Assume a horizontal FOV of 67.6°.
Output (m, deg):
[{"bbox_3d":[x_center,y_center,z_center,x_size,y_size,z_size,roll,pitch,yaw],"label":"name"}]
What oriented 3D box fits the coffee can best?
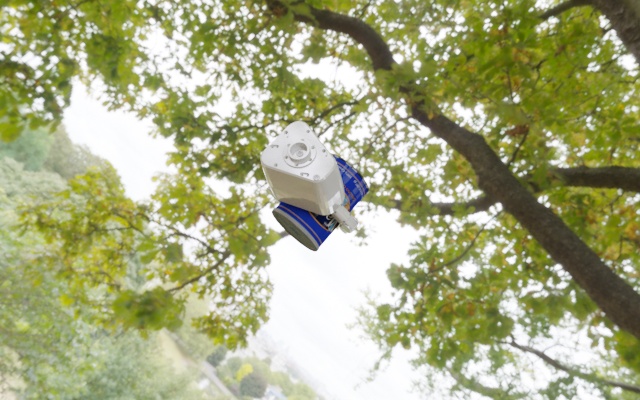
[{"bbox_3d":[0.000,0.003,0.821,0.103,0.140,0.103,39,-15,13],"label":"coffee can"}]
